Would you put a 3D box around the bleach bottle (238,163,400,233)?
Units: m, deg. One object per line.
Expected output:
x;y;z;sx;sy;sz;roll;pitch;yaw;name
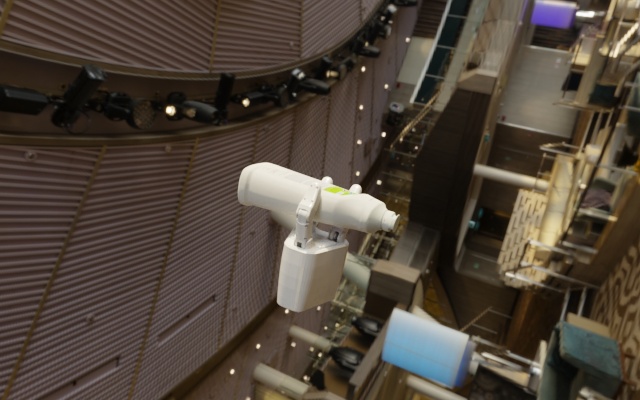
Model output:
0.000;0.002;0.760;0.251;0.068;0.102;17;18;21;bleach bottle
